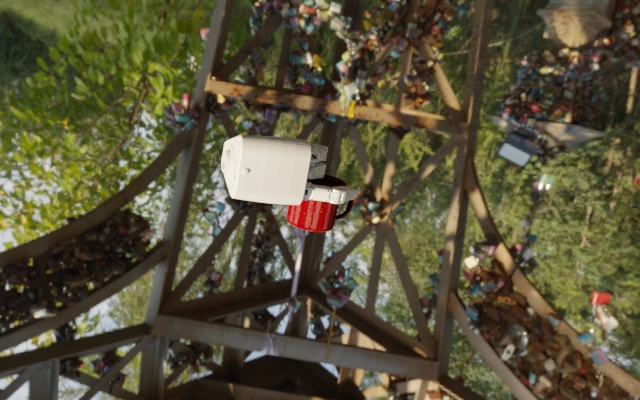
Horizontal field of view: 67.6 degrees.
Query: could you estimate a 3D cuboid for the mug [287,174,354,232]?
[{"bbox_3d":[0.001,0.003,0.799,0.117,0.081,0.093,5,16,-25],"label":"mug"}]
